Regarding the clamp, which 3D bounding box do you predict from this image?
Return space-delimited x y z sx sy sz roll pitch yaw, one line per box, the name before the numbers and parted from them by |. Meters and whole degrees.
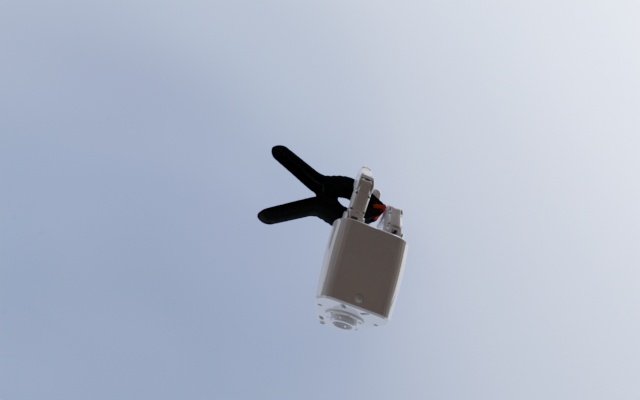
clamp | 0.000 0.002 0.624 0.171 0.120 0.039 21 -30 -5
